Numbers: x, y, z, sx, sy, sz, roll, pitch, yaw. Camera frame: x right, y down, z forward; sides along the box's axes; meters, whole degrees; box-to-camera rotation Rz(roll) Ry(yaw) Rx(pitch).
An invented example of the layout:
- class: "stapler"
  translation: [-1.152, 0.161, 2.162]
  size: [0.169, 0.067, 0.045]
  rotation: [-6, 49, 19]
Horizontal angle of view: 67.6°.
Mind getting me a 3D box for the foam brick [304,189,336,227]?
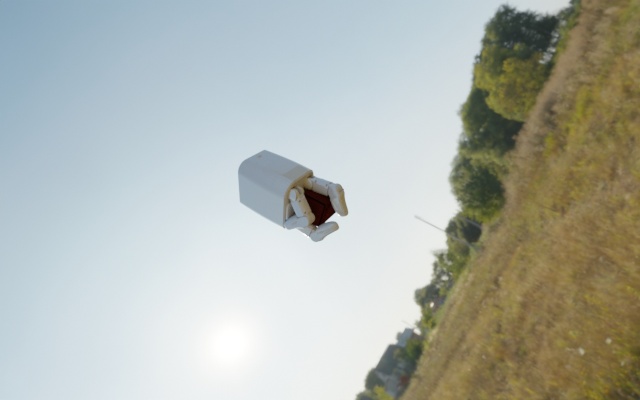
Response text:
- class: "foam brick"
  translation: [0.000, 0.003, 0.875]
  size: [0.051, 0.053, 0.078]
  rotation: [26, 33, 18]
